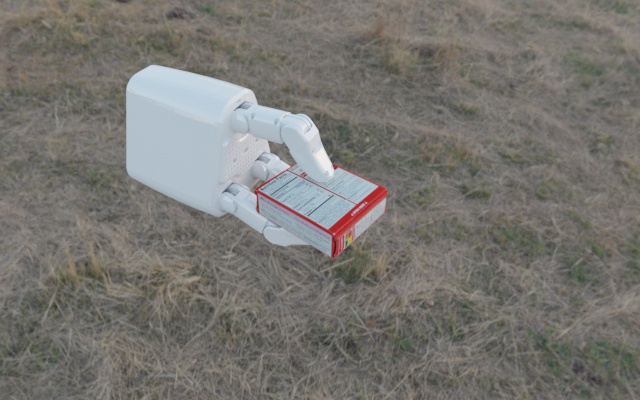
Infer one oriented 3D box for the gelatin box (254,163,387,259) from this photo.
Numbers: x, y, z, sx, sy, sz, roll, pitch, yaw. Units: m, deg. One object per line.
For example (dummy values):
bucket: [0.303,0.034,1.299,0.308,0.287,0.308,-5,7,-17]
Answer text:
gelatin box: [0.000,0.001,0.406,0.089,0.030,0.073,27,47,30]
